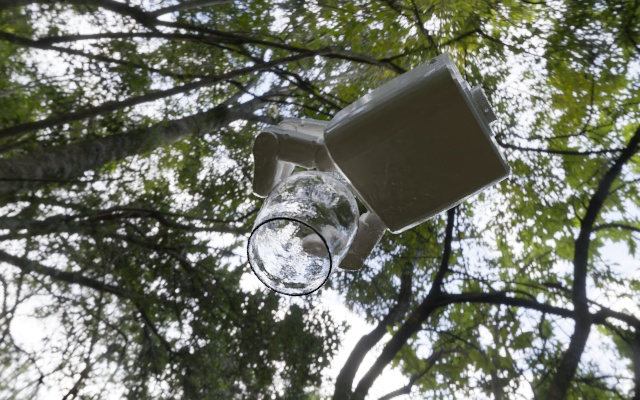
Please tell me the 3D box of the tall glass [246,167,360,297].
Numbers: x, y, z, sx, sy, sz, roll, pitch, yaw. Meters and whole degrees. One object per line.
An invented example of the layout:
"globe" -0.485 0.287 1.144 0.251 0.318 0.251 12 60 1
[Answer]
"tall glass" 0.000 0.001 0.414 0.079 0.079 0.201 0 23 14
